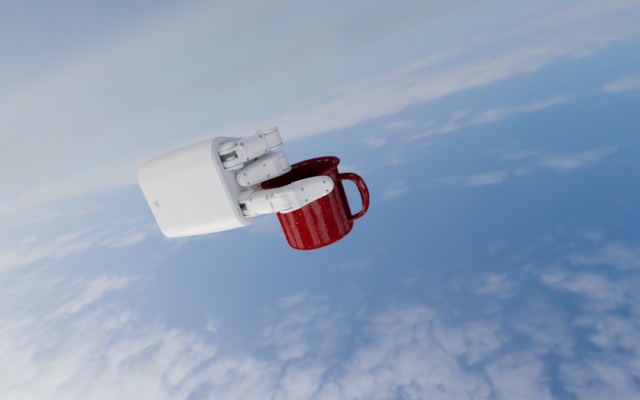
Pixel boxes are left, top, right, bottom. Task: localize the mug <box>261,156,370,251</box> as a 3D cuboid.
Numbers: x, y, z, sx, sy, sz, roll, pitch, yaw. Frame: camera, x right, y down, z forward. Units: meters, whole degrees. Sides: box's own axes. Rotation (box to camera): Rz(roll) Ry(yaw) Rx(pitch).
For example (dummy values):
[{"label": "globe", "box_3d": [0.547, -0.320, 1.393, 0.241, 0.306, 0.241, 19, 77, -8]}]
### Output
[{"label": "mug", "box_3d": [0.001, 0.002, 0.539, 0.117, 0.081, 0.093, -11, 19, 24]}]
